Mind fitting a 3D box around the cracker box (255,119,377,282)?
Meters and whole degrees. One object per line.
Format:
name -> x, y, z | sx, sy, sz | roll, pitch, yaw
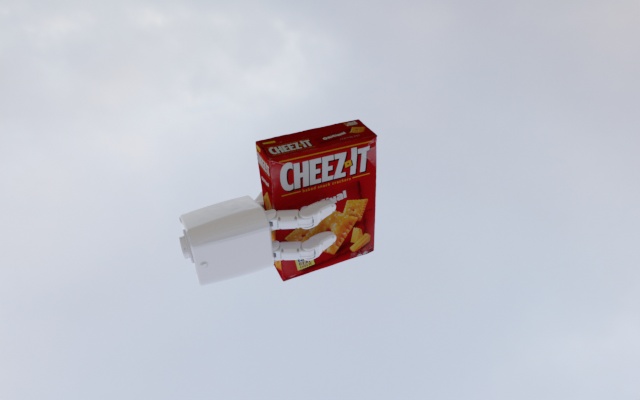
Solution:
cracker box -> 0.000, 0.002, 0.718 | 0.164, 0.214, 0.072 | -15, 35, -18
